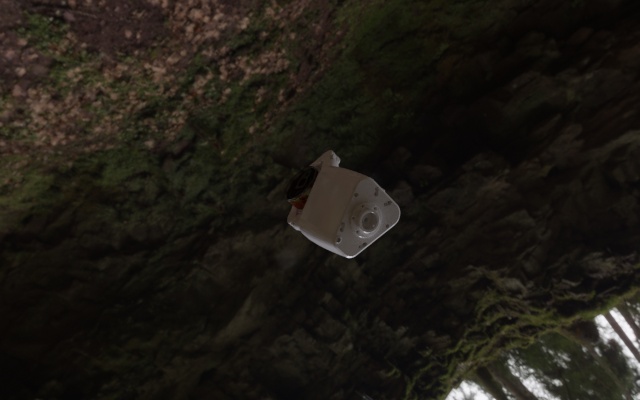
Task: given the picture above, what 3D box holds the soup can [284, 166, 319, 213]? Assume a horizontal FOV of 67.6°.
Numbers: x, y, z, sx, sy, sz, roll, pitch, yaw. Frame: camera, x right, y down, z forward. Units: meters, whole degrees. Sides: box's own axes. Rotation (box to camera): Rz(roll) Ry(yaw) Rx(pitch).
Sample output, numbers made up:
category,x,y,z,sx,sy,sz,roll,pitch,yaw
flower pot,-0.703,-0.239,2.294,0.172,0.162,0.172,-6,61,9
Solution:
category,x,y,z,sx,sy,sz,roll,pitch,yaw
soup can,0.000,0.003,0.767,0.102,0.068,0.068,43,-23,-27
